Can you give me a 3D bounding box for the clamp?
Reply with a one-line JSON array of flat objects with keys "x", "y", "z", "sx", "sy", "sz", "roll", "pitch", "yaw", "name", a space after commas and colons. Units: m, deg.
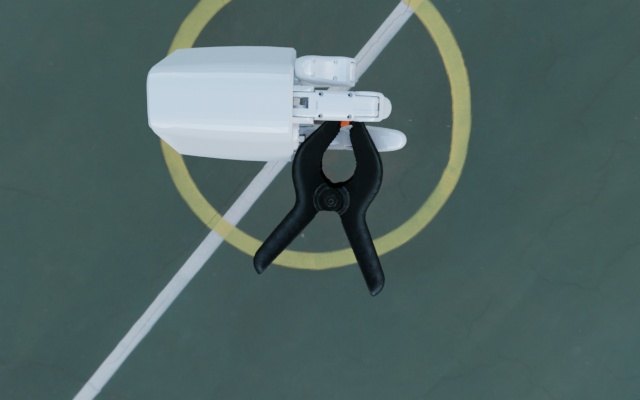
[{"x": 0.000, "y": 0.001, "z": 0.422, "sx": 0.120, "sy": 0.171, "sz": 0.039, "roll": 1, "pitch": 10, "yaw": -2, "name": "clamp"}]
